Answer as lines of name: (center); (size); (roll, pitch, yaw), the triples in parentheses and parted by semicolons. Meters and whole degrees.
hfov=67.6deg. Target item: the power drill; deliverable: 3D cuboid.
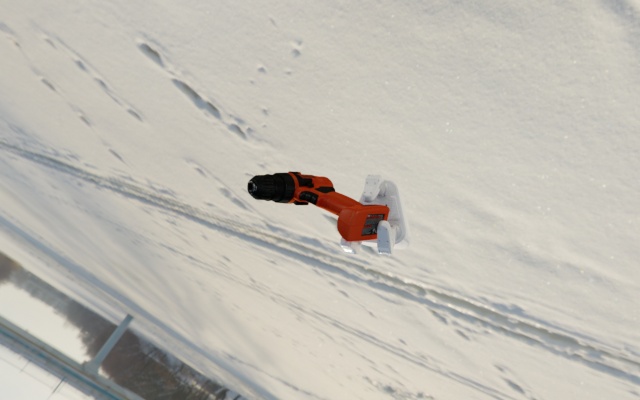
power drill: (0.001, 0.003, 0.760); (0.187, 0.057, 0.184); (29, 20, 37)
